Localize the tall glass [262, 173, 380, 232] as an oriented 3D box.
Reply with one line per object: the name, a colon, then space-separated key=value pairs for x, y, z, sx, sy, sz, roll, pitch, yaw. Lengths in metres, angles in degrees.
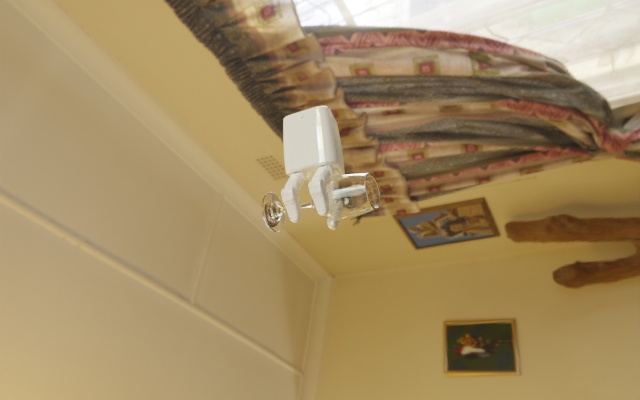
tall glass: x=0.000 y=0.003 z=0.833 sx=0.201 sy=0.079 sz=0.079 roll=-12 pitch=-6 yaw=27
